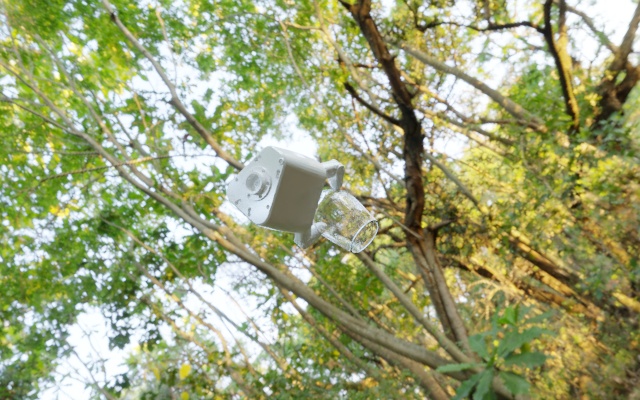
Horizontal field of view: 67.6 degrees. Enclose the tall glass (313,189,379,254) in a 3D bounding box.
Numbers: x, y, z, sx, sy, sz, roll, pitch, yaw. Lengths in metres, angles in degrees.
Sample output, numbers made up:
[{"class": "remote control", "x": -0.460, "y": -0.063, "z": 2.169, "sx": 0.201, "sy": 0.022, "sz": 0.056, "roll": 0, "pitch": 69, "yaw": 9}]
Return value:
[{"class": "tall glass", "x": 0.000, "y": 0.002, "z": 0.771, "sx": 0.201, "sy": 0.079, "sz": 0.079, "roll": 38, "pitch": 21, "yaw": 30}]
